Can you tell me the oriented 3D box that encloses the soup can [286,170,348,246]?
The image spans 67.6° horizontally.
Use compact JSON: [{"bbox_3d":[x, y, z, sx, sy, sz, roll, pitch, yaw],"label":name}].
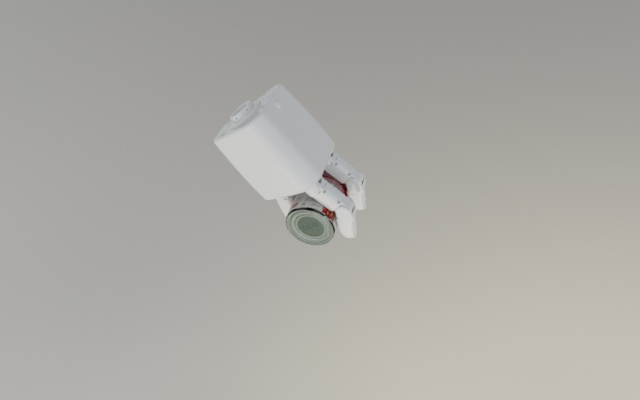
[{"bbox_3d":[0.000,0.003,0.646,0.068,0.069,0.102,0,41,22],"label":"soup can"}]
